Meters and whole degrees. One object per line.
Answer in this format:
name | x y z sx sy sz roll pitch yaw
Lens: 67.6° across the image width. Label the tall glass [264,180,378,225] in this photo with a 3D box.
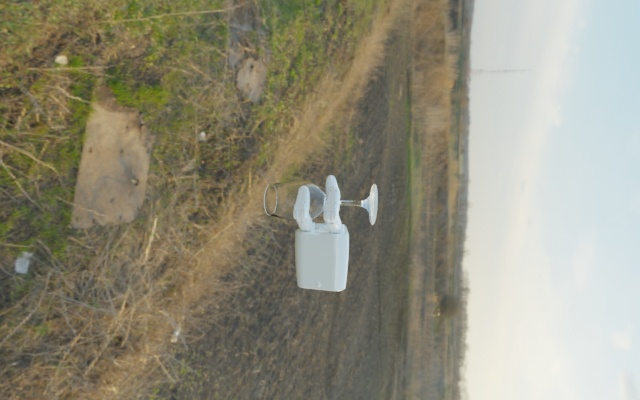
tall glass | 0.001 0.003 0.881 0.201 0.079 0.079 3 1 16
